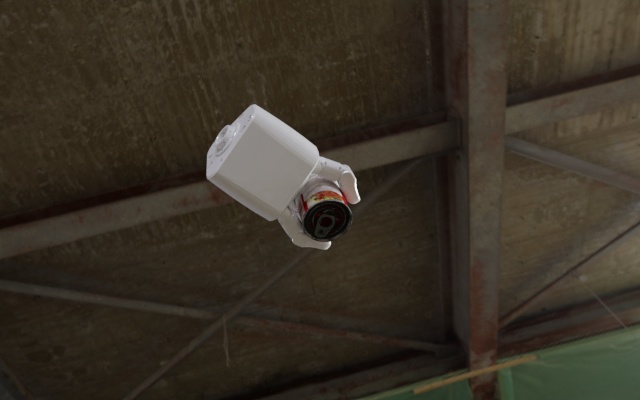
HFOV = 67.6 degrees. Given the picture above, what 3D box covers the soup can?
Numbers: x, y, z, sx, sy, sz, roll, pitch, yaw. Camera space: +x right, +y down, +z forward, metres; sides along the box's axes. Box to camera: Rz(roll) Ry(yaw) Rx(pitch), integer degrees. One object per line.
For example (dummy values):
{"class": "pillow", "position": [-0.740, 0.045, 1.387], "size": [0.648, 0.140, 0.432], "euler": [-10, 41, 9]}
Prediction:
{"class": "soup can", "position": [0.000, 0.002, 0.679], "size": [0.068, 0.068, 0.102], "euler": [0, 31, -12]}
